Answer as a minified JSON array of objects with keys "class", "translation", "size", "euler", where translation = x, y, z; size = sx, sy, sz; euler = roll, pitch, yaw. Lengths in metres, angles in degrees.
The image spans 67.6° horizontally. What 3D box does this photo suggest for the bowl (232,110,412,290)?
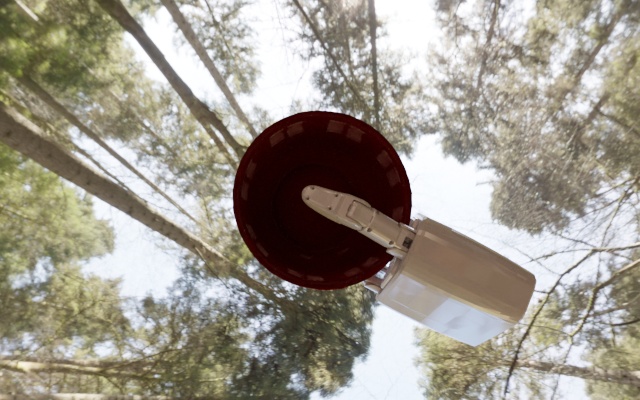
[{"class":"bowl","translation":[-0.001,0.001,0.446],"size":[0.162,0.162,0.055],"euler":[0,-10,-9]}]
